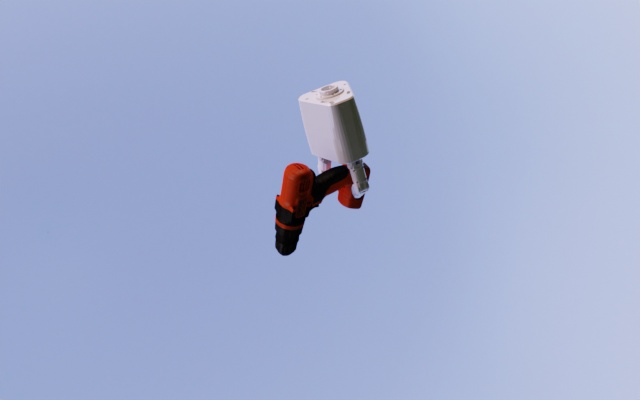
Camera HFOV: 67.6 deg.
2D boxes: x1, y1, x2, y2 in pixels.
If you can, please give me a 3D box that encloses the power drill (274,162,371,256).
[{"bbox_3d":[0.000,0.002,0.859,0.187,0.185,0.057,-22,47,-39],"label":"power drill"}]
